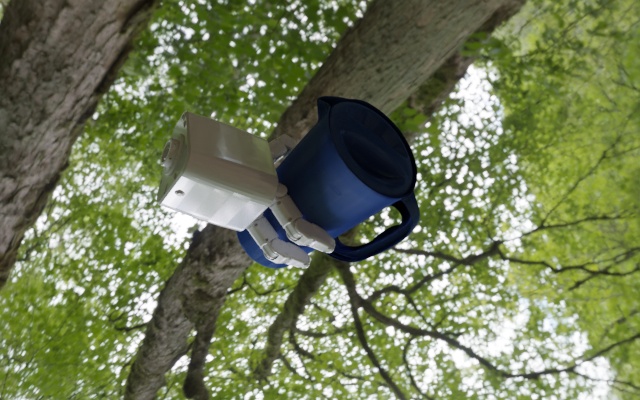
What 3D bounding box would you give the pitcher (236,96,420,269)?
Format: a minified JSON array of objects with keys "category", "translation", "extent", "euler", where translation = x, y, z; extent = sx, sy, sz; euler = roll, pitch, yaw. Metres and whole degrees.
[{"category":"pitcher","translation":[0.000,0.002,0.605],"extent":[0.145,0.149,0.243],"euler":[19,-40,-31]}]
